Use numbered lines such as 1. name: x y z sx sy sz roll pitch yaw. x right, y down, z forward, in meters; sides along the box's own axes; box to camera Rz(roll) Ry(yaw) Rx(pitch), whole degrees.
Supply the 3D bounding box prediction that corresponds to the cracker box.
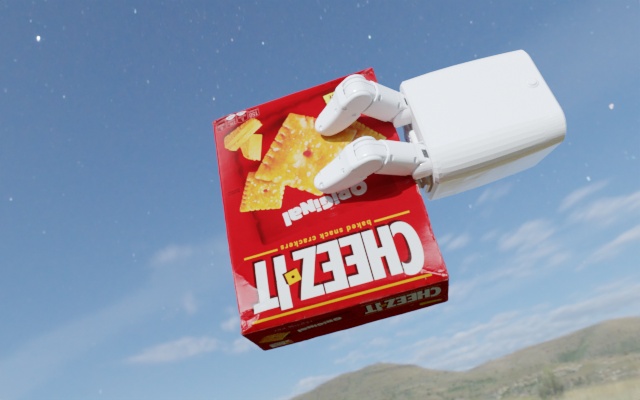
1. cracker box: 0.000 0.001 0.422 0.164 0.213 0.072 -17 -29 5
